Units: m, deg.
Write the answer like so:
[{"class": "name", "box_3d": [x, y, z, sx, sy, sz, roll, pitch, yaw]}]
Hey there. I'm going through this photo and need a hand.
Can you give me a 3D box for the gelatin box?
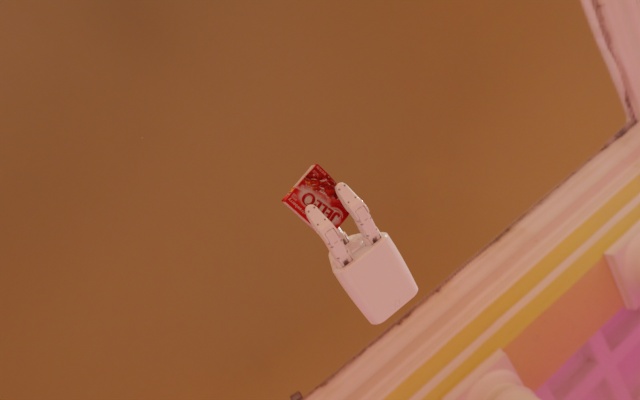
[{"class": "gelatin box", "box_3d": [0.000, 0.002, 0.699, 0.089, 0.073, 0.030, 43, -10, -12]}]
